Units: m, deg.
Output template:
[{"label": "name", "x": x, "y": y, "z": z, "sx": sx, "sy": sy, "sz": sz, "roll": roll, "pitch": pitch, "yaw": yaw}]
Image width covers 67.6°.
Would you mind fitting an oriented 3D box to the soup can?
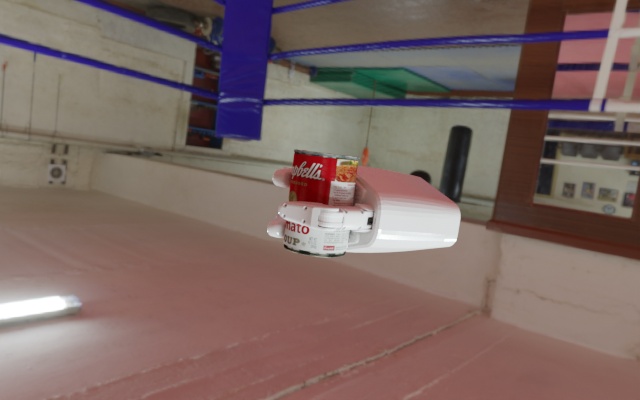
[{"label": "soup can", "x": 0.000, "y": 0.002, "z": 0.494, "sx": 0.068, "sy": 0.102, "sz": 0.068, "roll": 7, "pitch": 6, "yaw": -1}]
